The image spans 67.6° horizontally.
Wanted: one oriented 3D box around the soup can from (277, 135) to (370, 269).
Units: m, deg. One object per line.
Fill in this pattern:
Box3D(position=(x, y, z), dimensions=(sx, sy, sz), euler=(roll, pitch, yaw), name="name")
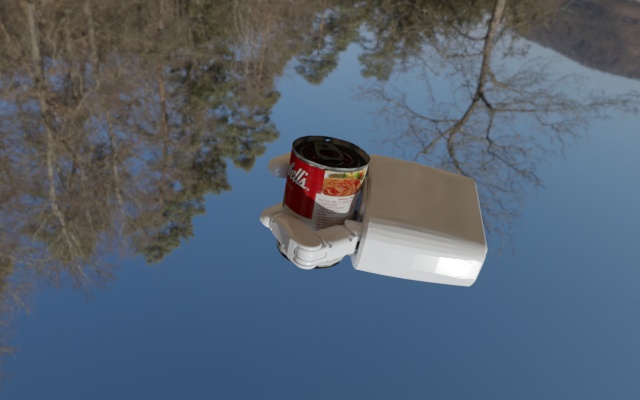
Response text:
Box3D(position=(0.000, 0.002, 0.430), dimensions=(0.068, 0.102, 0.068), euler=(9, 28, -5), name="soup can")
